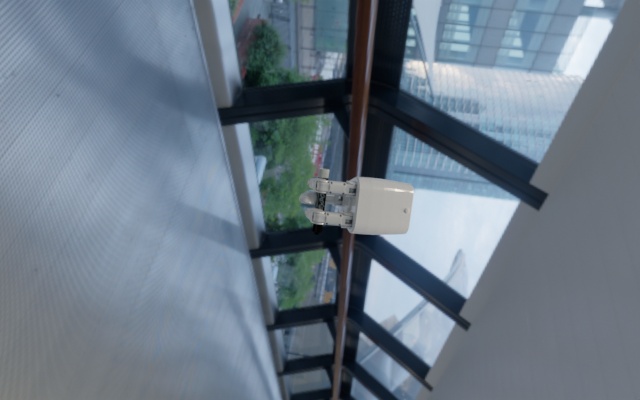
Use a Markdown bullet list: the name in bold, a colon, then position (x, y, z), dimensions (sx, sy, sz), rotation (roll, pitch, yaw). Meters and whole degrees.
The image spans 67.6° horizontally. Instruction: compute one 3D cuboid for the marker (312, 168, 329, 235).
- **marker**: position (0.000, 0.003, 0.863), dimensions (0.020, 0.121, 0.020), rotation (6, 9, -1)
